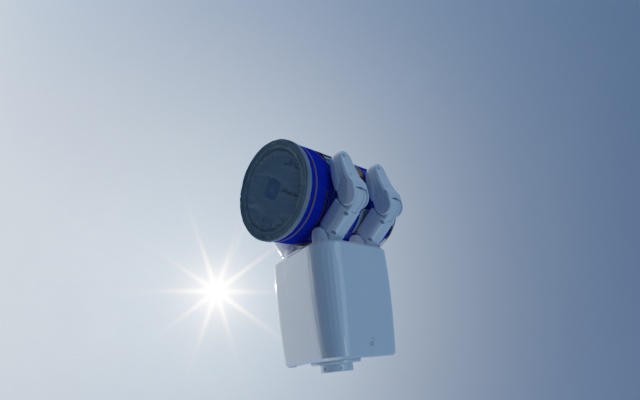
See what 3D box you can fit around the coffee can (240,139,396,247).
[{"bbox_3d":[0.000,0.002,0.514,0.103,0.103,0.140,0,-10,45],"label":"coffee can"}]
